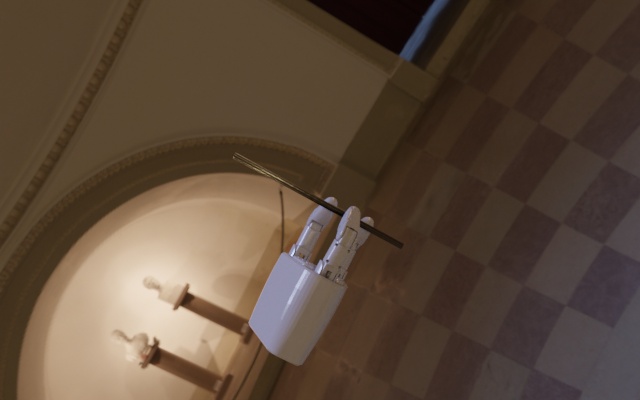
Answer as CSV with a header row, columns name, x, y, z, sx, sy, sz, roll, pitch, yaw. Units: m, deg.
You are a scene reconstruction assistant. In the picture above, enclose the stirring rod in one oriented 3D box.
name,x,y,z,sx,sy,sz,roll,pitch,yaw
stirring rod,0.000,0.002,0.596,0.239,0.011,0.011,29,-5,-8
